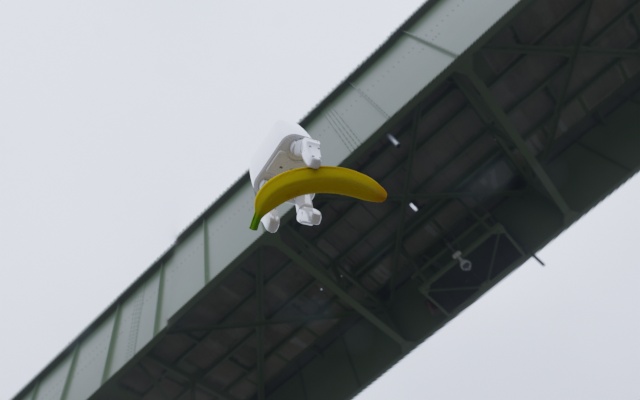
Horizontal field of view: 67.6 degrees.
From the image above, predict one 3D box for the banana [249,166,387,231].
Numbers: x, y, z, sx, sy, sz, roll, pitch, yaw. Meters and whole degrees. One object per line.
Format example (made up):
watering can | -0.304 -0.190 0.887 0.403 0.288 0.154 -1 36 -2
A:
banana | -0.005 -0.014 0.650 0.198 0.070 0.037 -12 22 -11
